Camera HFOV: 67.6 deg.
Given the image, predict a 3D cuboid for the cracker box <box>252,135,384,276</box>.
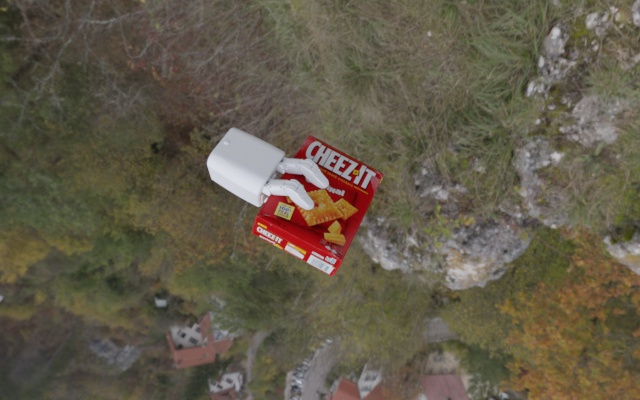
[{"bbox_3d":[0.000,0.003,0.860,0.164,0.213,0.072,28,-34,1],"label":"cracker box"}]
